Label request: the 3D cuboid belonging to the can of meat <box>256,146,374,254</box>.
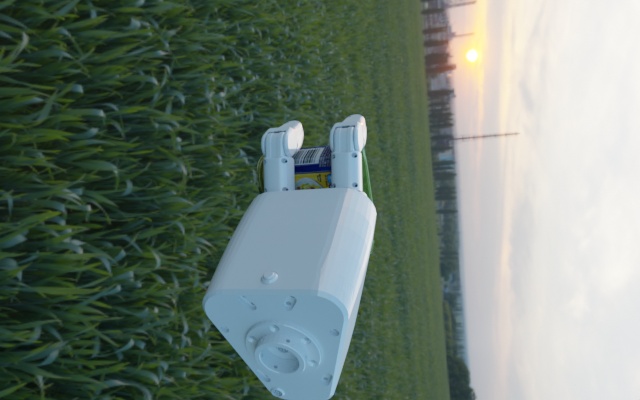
[{"bbox_3d":[0.000,0.001,0.421,0.084,0.102,0.057,-3,29,17],"label":"can of meat"}]
